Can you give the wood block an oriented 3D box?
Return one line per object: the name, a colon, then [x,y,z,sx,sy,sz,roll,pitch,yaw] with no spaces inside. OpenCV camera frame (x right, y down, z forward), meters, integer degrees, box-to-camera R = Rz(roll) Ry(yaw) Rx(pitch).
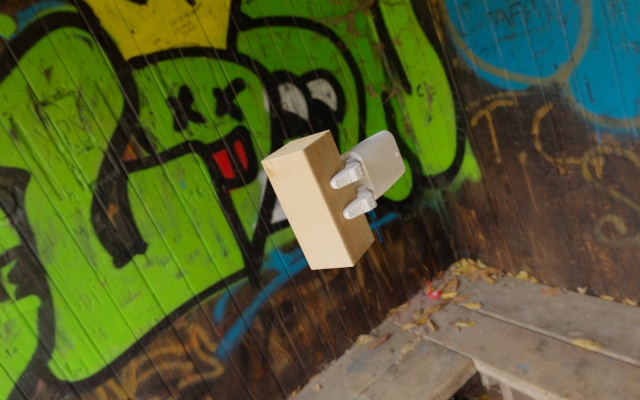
wood block: [0.000,0.002,0.792,0.091,0.206,0.090,-11,21,38]
